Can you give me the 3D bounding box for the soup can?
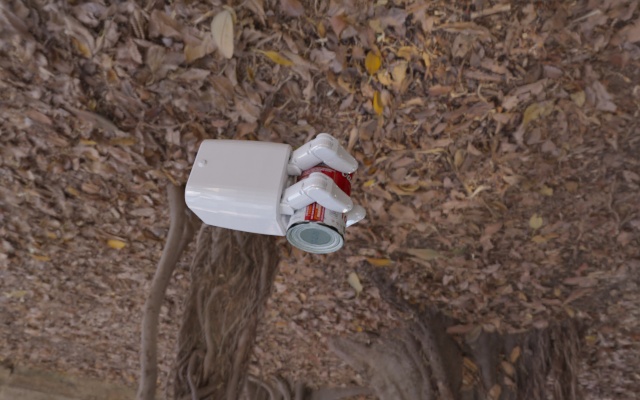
[{"bbox_3d":[0.001,0.002,0.559,0.068,0.102,0.069,6,-34,4],"label":"soup can"}]
